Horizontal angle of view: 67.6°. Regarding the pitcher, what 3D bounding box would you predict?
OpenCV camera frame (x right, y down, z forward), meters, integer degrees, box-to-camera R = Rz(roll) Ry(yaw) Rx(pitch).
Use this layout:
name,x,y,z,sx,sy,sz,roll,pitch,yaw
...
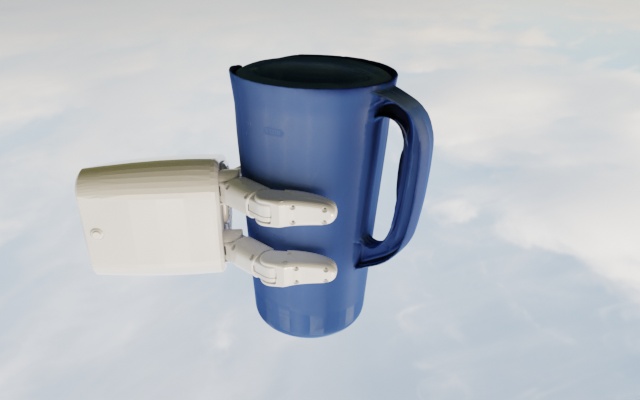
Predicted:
name,x,y,z,sx,sy,sz,roll,pitch,yaw
pitcher,0.000,0.001,0.421,0.145,0.243,0.149,-3,27,-8
